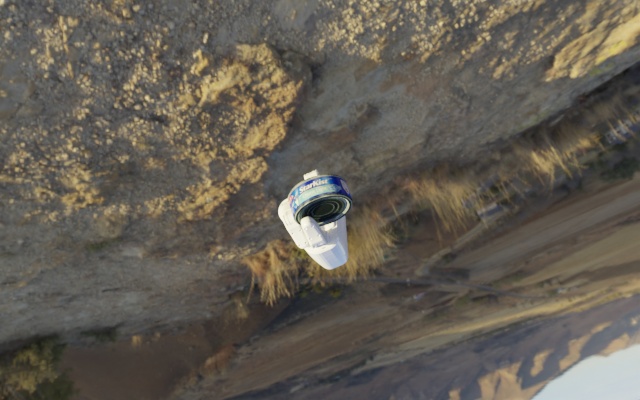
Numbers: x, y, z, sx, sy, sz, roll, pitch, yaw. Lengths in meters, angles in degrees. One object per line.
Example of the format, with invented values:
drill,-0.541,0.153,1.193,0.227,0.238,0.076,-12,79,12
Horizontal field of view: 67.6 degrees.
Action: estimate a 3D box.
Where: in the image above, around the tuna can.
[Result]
tuna can,0.000,0.003,0.660,0.086,0.033,0.086,-14,-30,-8
